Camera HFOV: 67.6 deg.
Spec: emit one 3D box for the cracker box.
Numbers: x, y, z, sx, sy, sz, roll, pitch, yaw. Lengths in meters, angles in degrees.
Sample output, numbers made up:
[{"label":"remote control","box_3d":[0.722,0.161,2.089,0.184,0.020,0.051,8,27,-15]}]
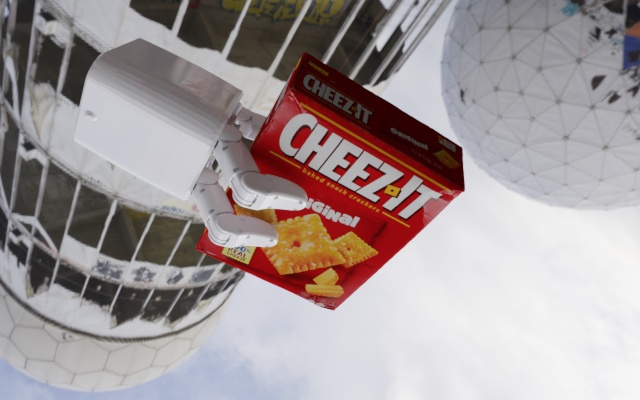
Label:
[{"label":"cracker box","box_3d":[0.000,0.001,0.445,0.164,0.072,0.214,28,-49,-13]}]
